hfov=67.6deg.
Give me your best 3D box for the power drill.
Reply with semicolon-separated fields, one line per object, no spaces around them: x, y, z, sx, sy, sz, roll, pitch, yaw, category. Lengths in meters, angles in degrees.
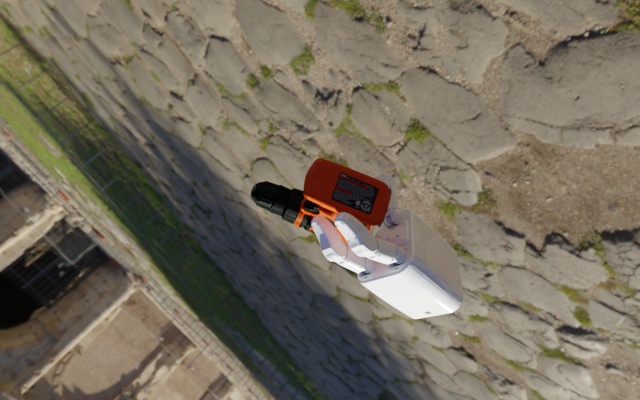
0.000;0.002;0.637;0.184;0.057;0.188;20;-14;-7;power drill
